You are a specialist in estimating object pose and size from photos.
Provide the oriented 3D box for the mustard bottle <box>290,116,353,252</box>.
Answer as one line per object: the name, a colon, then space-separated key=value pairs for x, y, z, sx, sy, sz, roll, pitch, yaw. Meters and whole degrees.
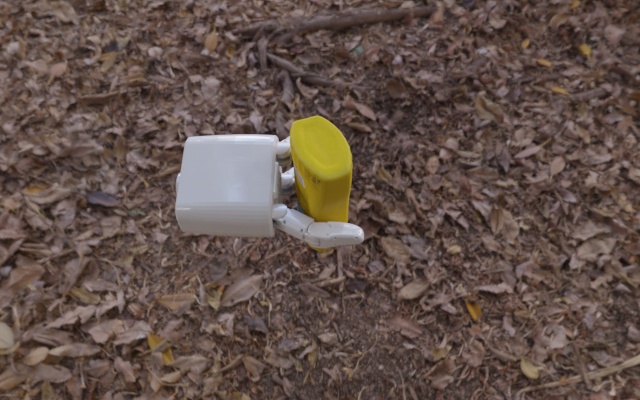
mustard bottle: x=0.000 y=0.002 z=0.562 sx=0.058 sy=0.096 sz=0.192 roll=-18 pitch=-37 yaw=-14
